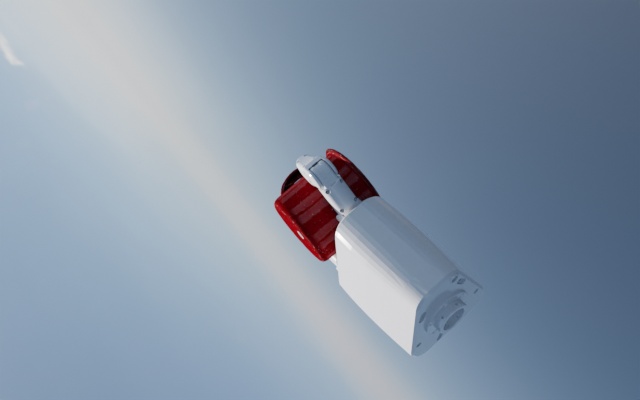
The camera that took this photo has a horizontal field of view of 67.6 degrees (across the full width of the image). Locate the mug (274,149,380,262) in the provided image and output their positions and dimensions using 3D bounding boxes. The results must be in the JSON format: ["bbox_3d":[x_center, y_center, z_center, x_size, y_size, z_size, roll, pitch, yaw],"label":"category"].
[{"bbox_3d":[-0.001,0.001,0.499,0.117,0.081,0.093,42,-12,38],"label":"mug"}]
